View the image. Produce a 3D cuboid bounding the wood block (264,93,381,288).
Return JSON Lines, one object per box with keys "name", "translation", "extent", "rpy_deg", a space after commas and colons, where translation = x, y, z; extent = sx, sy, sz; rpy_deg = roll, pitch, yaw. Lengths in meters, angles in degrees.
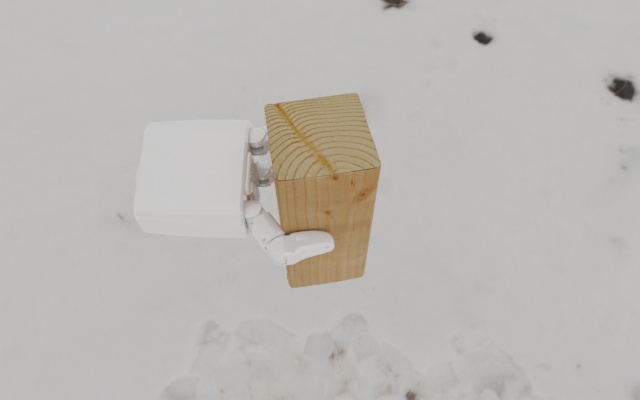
{"name": "wood block", "translation": [0.000, 0.002, 0.493], "extent": [0.090, 0.090, 0.206], "rpy_deg": [-8, -34, -5]}
